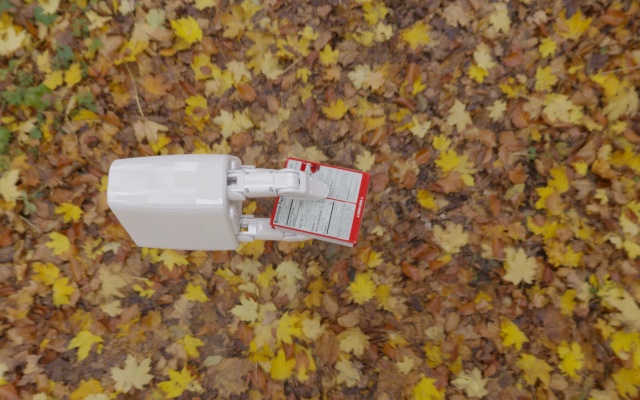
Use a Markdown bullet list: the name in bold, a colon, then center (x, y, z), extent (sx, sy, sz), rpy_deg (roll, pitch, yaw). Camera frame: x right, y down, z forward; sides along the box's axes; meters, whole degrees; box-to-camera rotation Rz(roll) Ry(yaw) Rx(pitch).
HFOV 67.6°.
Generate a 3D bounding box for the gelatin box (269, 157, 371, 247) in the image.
- **gelatin box**: center (0.000, 0.002, 0.481), extent (0.089, 0.073, 0.030), rpy_deg (12, -13, 5)
